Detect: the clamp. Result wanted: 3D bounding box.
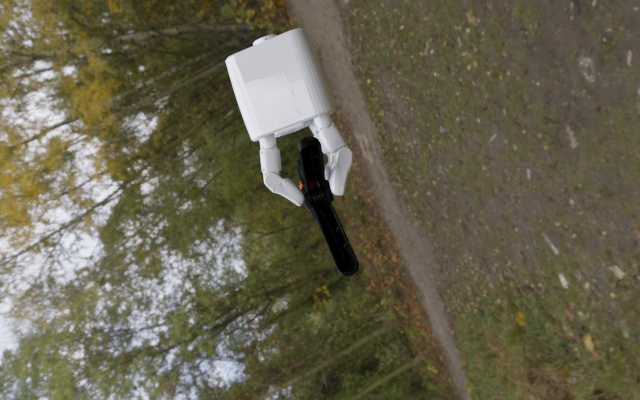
[{"bbox_3d":[-0.001,0.002,0.612,0.036,0.164,0.210,-18,6,-5],"label":"clamp"}]
